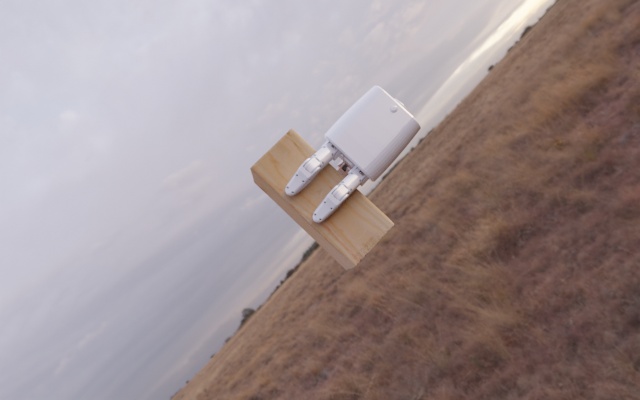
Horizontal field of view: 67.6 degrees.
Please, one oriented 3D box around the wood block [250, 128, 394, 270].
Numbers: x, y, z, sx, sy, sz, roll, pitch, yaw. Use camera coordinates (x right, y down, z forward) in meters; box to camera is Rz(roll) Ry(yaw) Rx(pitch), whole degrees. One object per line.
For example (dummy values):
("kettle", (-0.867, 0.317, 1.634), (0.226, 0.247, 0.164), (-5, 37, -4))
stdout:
("wood block", (0.000, 0.002, 0.728), (0.206, 0.090, 0.091), (43, -10, 5))
